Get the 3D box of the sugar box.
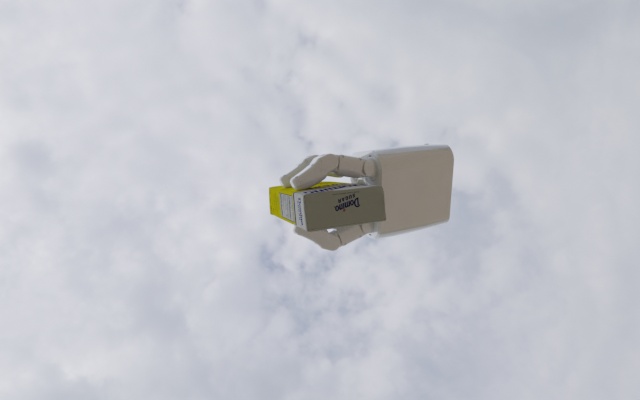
[{"bbox_3d":[0.000,0.001,0.581,0.093,0.048,0.176,-7,4,-18],"label":"sugar box"}]
